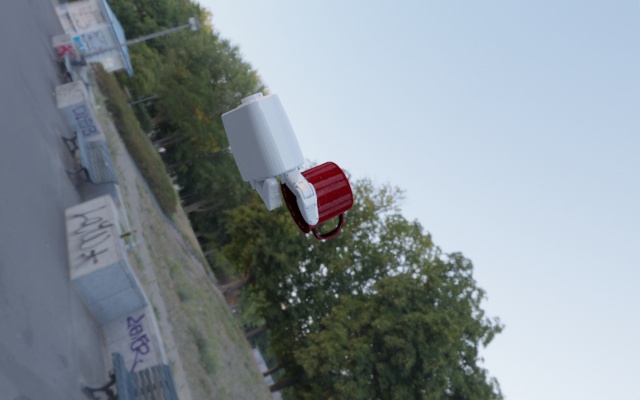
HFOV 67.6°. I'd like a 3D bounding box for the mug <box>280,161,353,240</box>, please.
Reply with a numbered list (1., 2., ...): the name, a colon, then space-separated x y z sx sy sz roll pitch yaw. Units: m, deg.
1. mug: 0.001 0.004 0.720 0.081 0.117 0.093 -24 14 -17
